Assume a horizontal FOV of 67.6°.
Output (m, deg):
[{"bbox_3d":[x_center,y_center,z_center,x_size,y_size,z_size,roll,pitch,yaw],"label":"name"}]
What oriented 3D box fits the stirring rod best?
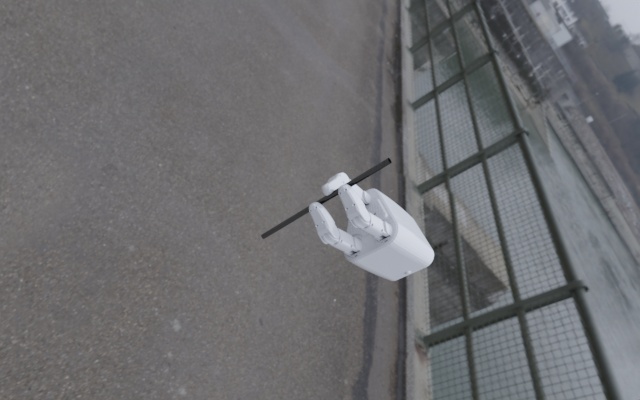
[{"bbox_3d":[0.000,0.002,0.673,0.239,0.011,0.011,-31,-17,31],"label":"stirring rod"}]
